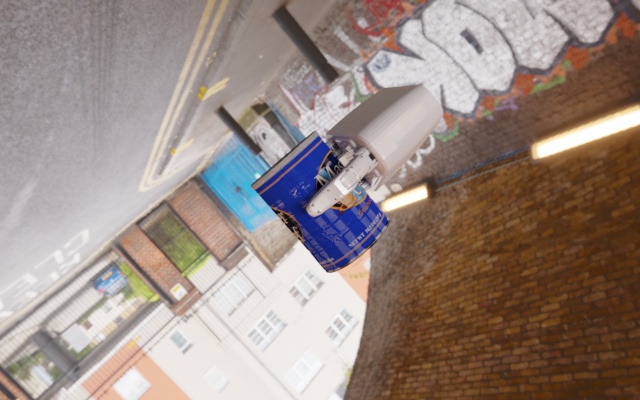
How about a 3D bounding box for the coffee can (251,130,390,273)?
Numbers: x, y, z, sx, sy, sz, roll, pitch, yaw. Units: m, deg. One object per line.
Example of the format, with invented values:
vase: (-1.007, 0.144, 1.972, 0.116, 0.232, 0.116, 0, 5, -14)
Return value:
coffee can: (0.000, 0.002, 0.576, 0.103, 0.140, 0.103, -40, 8, 7)
